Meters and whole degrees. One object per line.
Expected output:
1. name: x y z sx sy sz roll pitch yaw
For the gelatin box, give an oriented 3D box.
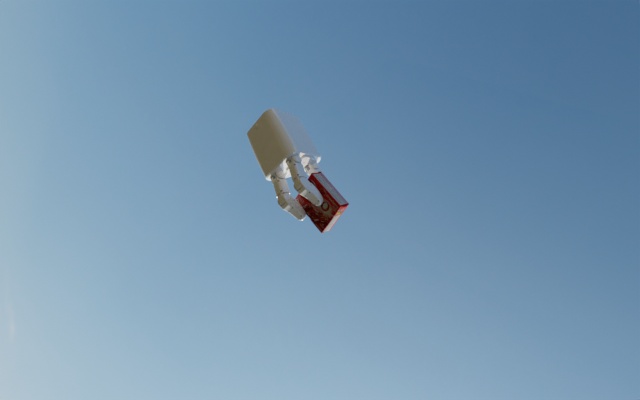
1. gelatin box: 0.001 0.003 0.880 0.030 0.089 0.073 -14 -33 -49
